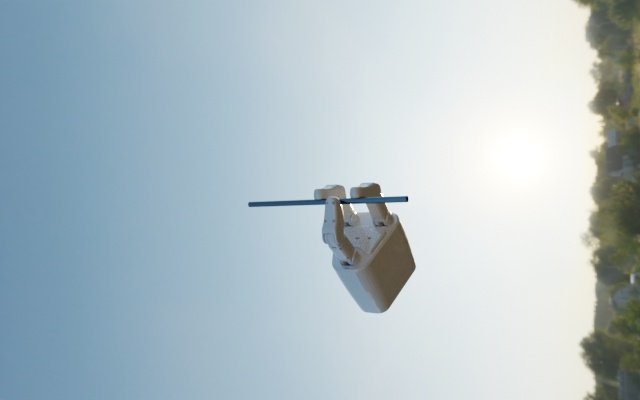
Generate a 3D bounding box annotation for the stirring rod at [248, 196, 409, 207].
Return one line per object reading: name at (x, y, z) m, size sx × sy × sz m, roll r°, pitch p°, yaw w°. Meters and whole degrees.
stirring rod at (0.000, 0.002, 0.624) m, size 0.239 × 0.011 × 0.011 m, roll -2°, pitch -1°, yaw 32°
